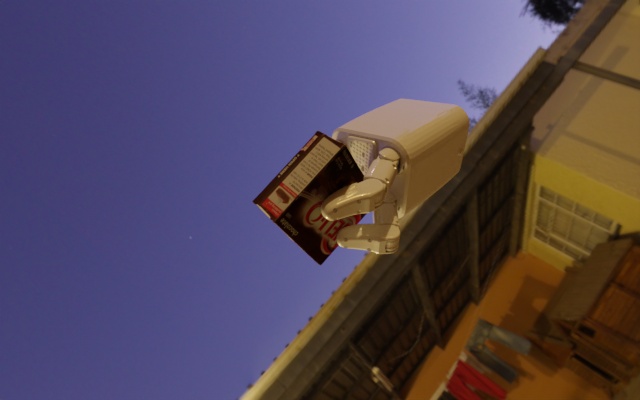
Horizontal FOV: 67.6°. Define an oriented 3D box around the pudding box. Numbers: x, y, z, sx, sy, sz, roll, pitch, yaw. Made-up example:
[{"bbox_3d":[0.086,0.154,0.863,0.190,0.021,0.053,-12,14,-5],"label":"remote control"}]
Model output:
[{"bbox_3d":[0.000,0.001,0.448,0.039,0.090,0.113,37,-8,35],"label":"pudding box"}]
